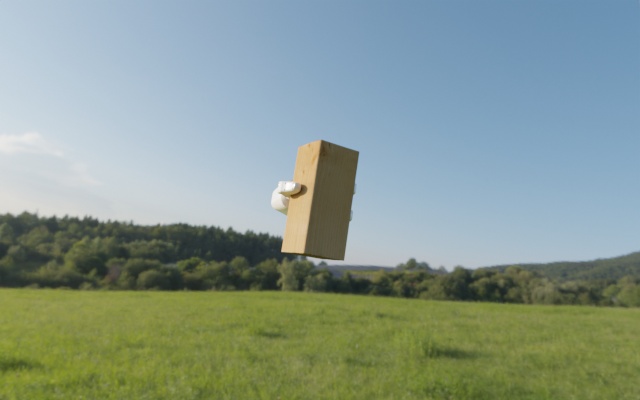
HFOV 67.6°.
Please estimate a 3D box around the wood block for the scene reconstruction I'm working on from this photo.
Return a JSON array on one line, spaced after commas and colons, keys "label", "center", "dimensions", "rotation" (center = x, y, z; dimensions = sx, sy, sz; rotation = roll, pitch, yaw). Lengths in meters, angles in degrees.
[{"label": "wood block", "center": [0.000, 0.003, 0.894], "dimensions": [0.091, 0.206, 0.090], "rotation": [13, -10, -30]}]
